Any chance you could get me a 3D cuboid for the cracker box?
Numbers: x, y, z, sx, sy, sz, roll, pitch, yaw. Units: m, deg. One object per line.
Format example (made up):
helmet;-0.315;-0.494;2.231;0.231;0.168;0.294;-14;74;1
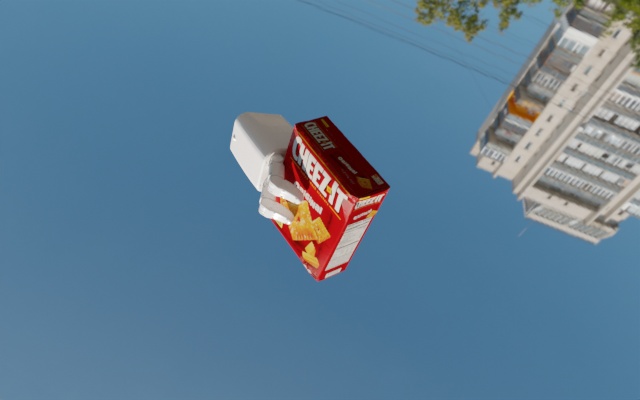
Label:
cracker box;0.000;0.003;0.762;0.072;0.164;0.214;-20;-32;-34
